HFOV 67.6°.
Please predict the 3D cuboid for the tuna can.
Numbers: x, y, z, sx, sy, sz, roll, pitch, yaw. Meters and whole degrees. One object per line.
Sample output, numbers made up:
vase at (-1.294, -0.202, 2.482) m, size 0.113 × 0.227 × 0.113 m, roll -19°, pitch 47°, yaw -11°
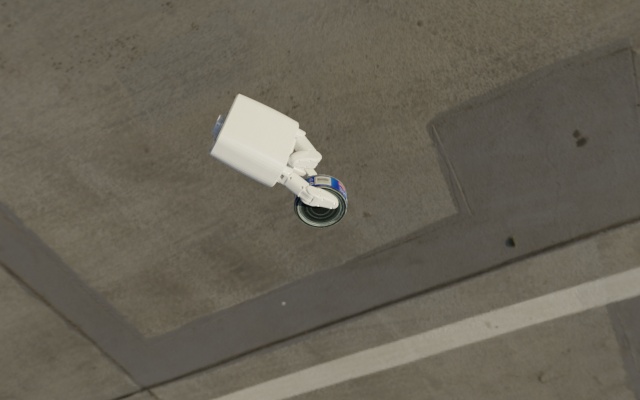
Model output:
tuna can at (0.000, 0.003, 0.762) m, size 0.086 × 0.086 × 0.033 m, roll 0°, pitch 37°, yaw -2°
